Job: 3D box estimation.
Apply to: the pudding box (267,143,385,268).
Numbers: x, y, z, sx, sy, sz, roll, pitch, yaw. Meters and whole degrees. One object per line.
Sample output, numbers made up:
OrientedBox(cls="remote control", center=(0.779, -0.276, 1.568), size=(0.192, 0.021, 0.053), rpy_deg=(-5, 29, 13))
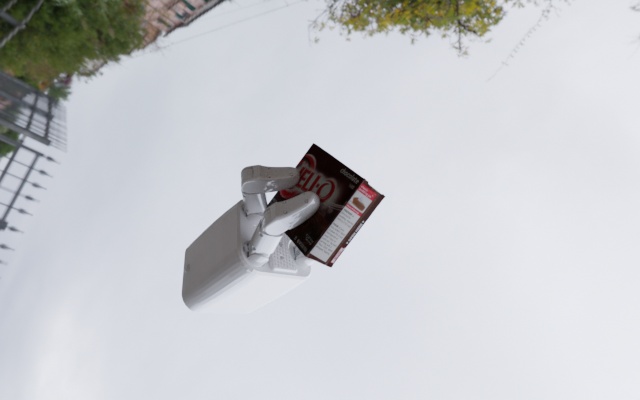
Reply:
OrientedBox(cls="pudding box", center=(0.000, 0.002, 0.480), size=(0.039, 0.090, 0.113), rpy_deg=(33, 5, -38))
